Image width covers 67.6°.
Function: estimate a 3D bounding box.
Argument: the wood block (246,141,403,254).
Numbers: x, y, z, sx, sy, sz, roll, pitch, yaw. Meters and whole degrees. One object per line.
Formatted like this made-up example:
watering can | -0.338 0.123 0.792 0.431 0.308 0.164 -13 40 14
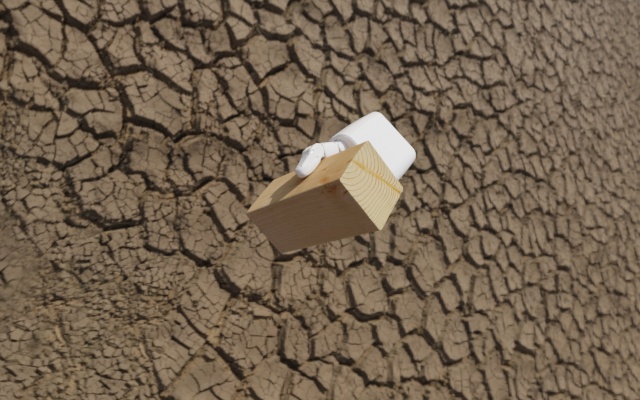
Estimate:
wood block | 0.000 0.002 0.687 0.206 0.091 0.090 -19 27 45
